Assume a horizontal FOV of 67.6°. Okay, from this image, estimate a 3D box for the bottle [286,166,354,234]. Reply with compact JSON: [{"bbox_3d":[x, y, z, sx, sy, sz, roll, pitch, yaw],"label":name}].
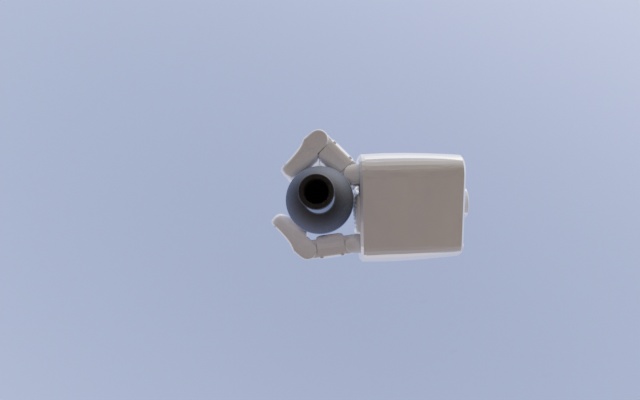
[{"bbox_3d":[0.000,0.002,0.500,0.069,0.069,0.296,0,-3,1],"label":"bottle"}]
